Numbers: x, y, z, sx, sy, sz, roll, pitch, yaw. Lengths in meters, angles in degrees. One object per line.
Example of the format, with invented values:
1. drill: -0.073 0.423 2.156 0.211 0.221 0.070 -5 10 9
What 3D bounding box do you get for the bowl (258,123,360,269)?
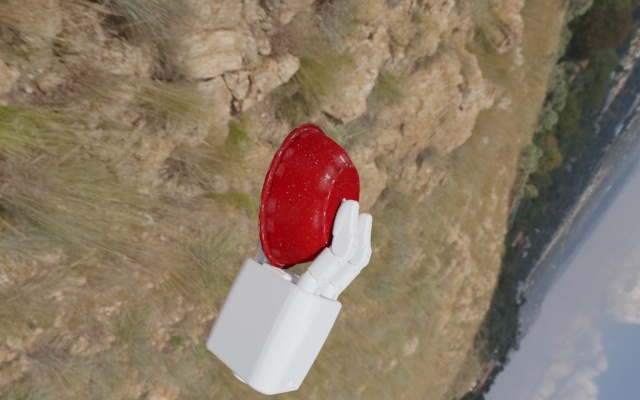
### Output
1. bowl: 0.001 0.000 0.512 0.055 0.162 0.162 13 5 24
